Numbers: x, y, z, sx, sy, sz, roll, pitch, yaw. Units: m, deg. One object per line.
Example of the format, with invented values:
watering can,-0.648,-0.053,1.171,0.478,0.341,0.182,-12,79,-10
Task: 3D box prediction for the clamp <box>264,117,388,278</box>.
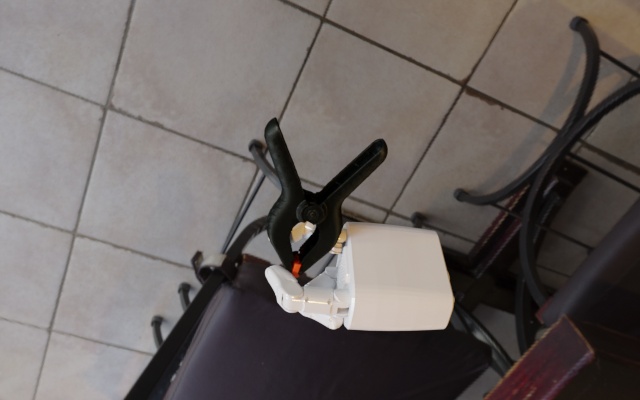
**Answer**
clamp,0.000,0.002,0.483,0.120,0.172,0.039,4,30,-5
